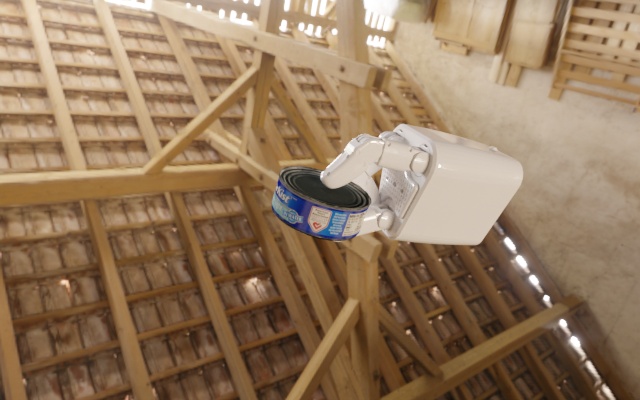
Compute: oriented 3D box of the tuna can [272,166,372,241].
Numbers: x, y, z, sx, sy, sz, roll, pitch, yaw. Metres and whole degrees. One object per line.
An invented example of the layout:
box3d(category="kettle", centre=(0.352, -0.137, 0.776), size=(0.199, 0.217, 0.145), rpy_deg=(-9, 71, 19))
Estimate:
box3d(category="tuna can", centre=(0.000, 0.002, 0.429), size=(0.086, 0.034, 0.086), rpy_deg=(16, 21, -6))
